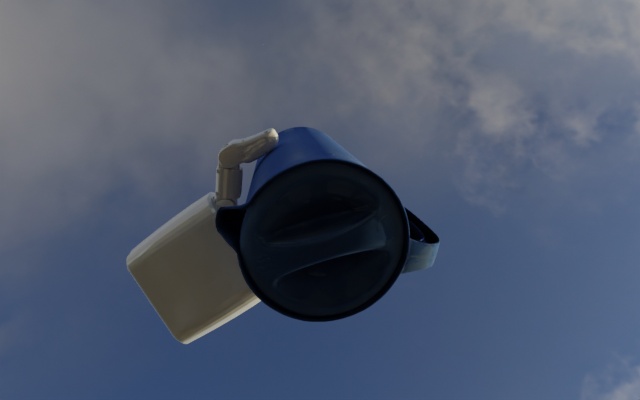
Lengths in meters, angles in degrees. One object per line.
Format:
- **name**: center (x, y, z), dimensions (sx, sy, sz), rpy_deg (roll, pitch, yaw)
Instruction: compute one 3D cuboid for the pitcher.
- **pitcher**: center (0.000, 0.002, 0.469), dimensions (0.145, 0.149, 0.242), rpy_deg (-34, 19, 5)
